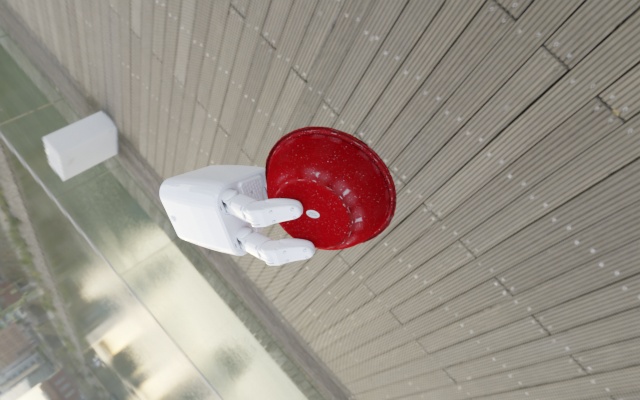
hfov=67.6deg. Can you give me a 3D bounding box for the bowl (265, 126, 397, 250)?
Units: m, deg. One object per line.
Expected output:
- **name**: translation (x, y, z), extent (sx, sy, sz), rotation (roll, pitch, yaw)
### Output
- **bowl**: translation (0.001, 0.002, 0.532), extent (0.162, 0.162, 0.055), rotation (0, 34, 25)
